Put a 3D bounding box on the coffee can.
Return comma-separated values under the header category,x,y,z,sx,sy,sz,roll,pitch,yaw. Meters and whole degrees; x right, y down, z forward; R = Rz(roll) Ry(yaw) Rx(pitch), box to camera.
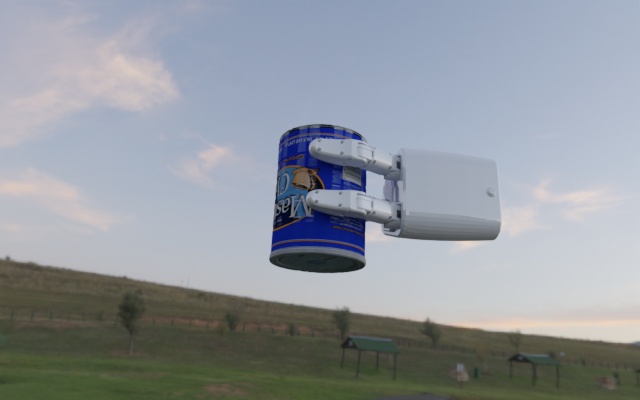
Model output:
category,x,y,z,sx,sy,sz,roll,pitch,yaw
coffee can,0.000,0.002,0.528,0.103,0.140,0.103,3,-19,1
